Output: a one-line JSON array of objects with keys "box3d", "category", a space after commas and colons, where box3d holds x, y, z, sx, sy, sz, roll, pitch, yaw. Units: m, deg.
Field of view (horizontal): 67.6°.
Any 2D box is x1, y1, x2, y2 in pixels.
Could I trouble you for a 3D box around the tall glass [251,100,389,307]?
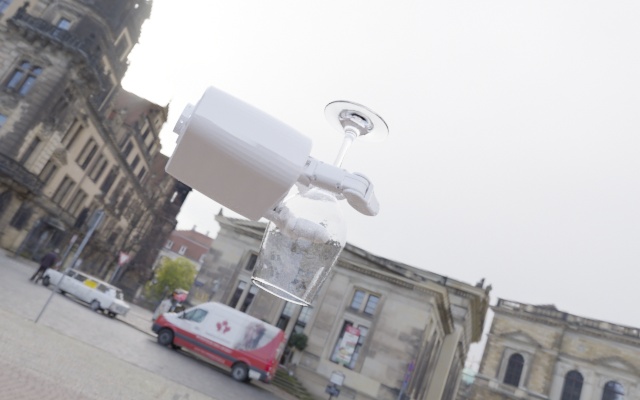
[{"box3d": [0.000, 0.001, 0.481, 0.079, 0.201, 0.079, 21, -18, 7], "category": "tall glass"}]
